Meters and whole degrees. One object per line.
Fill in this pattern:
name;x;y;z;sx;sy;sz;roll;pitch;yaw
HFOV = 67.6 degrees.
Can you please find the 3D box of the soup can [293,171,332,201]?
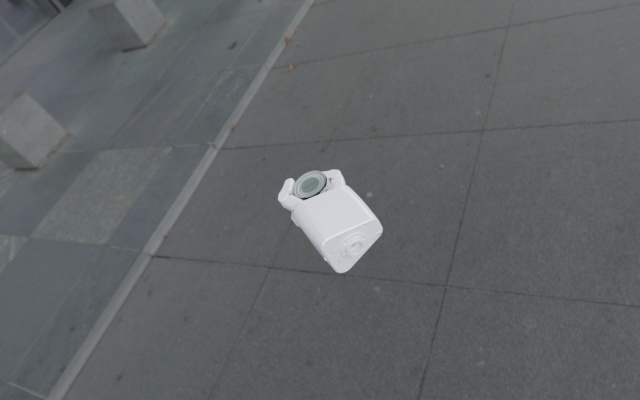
soup can;0.000;0.002;0.880;0.068;0.068;0.102;0;-39;31
